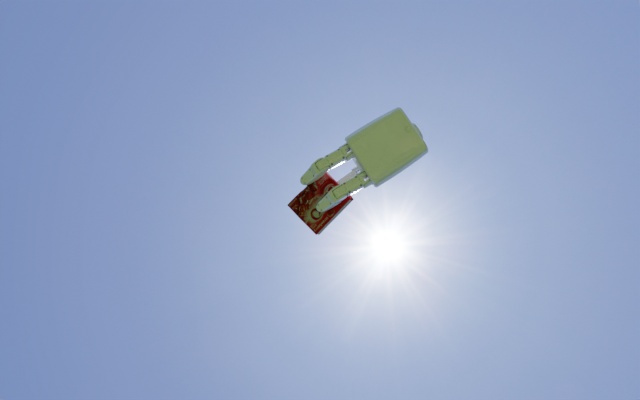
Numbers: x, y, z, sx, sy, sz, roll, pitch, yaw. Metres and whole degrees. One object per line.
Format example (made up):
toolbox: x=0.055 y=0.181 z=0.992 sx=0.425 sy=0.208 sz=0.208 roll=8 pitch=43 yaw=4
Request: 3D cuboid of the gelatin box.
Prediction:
gelatin box: x=0.000 y=0.003 z=0.818 sx=0.073 sy=0.089 sz=0.030 roll=45 pitch=5 yaw=12
